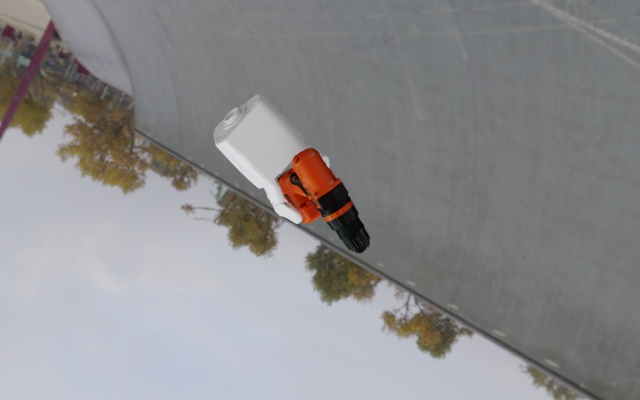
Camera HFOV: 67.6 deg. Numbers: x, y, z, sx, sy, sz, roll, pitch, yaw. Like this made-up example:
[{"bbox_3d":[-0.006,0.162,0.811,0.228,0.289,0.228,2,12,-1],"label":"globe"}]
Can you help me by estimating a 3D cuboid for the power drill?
[{"bbox_3d":[0.000,0.002,0.799,0.057,0.184,0.187,-34,9,-16],"label":"power drill"}]
